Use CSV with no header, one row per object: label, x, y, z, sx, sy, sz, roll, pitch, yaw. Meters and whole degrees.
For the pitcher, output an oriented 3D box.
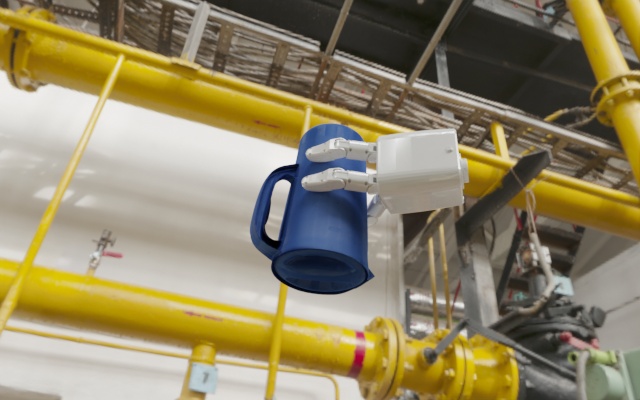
pitcher,0.000,0.002,0.702,0.145,0.242,0.149,-7,-37,18
